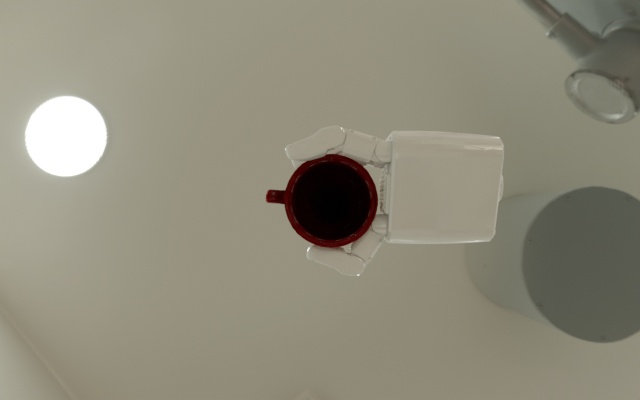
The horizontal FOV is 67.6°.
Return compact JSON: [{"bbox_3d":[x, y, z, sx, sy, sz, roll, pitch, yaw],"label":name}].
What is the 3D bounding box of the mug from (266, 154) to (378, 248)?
[{"bbox_3d":[-0.001,0.002,0.512,0.117,0.093,0.081,2,-3,3],"label":"mug"}]
